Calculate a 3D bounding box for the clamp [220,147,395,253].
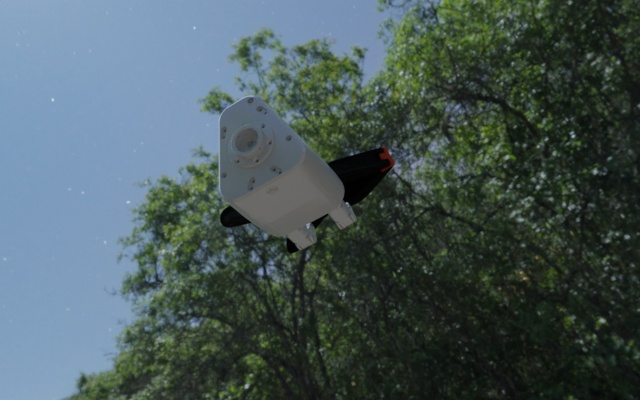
[{"bbox_3d":[0.000,0.001,0.608,0.210,0.036,0.165,-28,-28,10],"label":"clamp"}]
